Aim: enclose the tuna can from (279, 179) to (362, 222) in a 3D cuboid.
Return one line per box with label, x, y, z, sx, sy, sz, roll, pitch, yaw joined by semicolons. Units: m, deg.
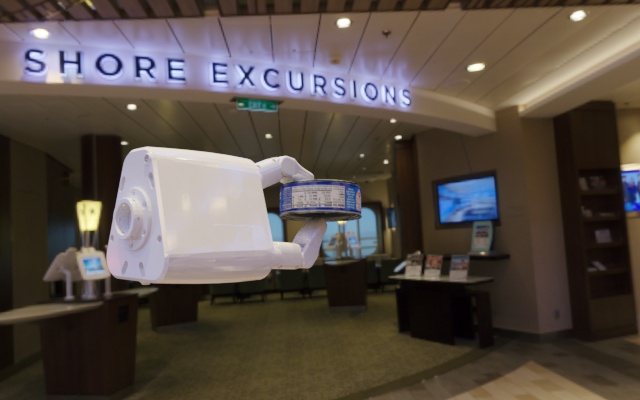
tuna can;0.000;0.001;0.496;0.086;0.033;0.086;0;-8;0
